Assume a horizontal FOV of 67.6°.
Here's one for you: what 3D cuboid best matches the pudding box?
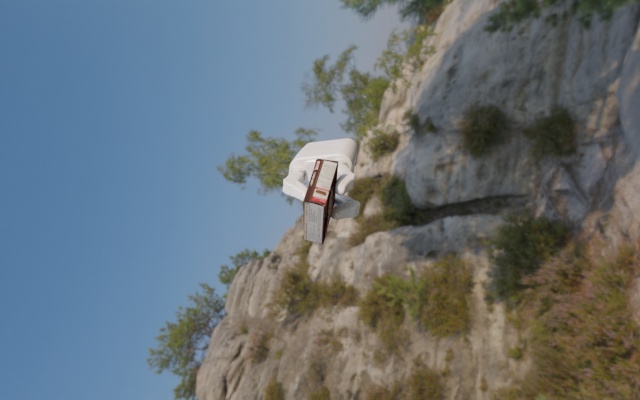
[{"bbox_3d":[0.000,0.002,0.759,0.039,0.090,0.114,10,-35,8],"label":"pudding box"}]
